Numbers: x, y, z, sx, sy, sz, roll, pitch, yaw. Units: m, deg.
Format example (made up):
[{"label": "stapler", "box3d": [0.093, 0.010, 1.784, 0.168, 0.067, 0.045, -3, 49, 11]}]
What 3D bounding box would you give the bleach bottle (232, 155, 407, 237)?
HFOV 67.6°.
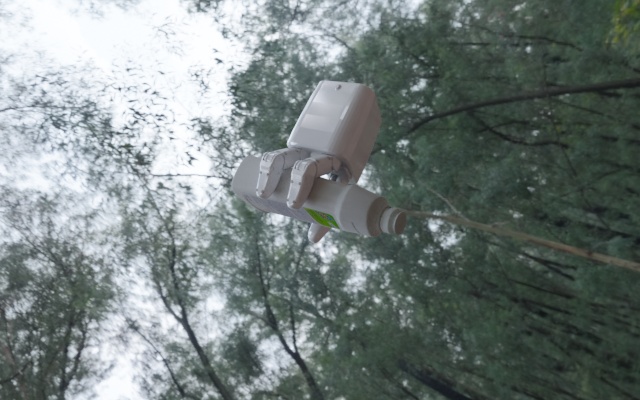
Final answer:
[{"label": "bleach bottle", "box3d": [0.000, 0.002, 0.635, 0.251, 0.068, 0.103, 16, -14, 36]}]
